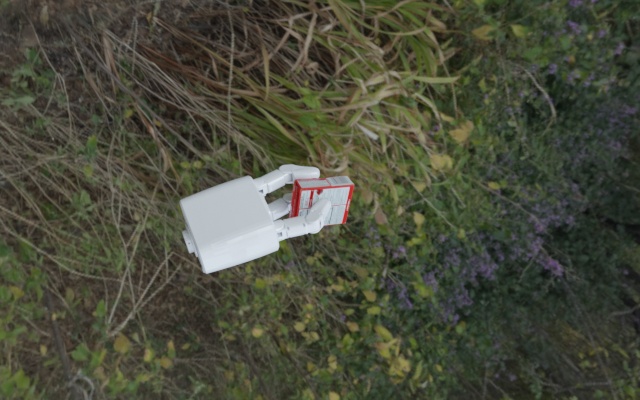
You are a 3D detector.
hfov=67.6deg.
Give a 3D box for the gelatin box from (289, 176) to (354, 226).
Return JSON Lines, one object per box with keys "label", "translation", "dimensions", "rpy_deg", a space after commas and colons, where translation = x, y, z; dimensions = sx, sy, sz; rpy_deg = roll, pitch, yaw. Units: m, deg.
{"label": "gelatin box", "translation": [0.001, 0.003, 0.716], "dimensions": [0.089, 0.073, 0.030], "rpy_deg": [-6, 37, -22]}
